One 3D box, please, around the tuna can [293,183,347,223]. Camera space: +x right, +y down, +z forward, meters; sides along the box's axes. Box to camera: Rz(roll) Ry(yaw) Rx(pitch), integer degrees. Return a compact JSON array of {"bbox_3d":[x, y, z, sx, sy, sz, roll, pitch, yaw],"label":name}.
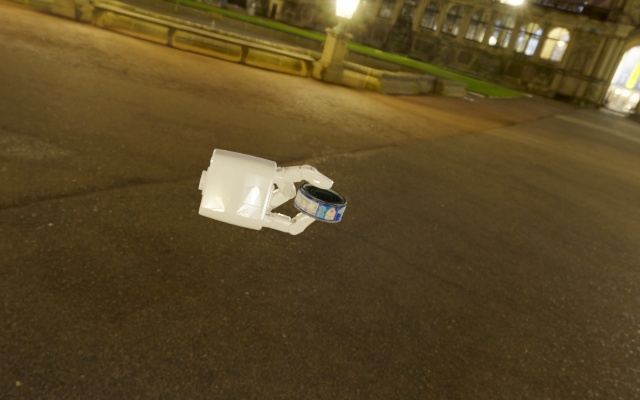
[{"bbox_3d":[0.000,0.002,0.804,0.086,0.034,0.086,19,19,-7],"label":"tuna can"}]
